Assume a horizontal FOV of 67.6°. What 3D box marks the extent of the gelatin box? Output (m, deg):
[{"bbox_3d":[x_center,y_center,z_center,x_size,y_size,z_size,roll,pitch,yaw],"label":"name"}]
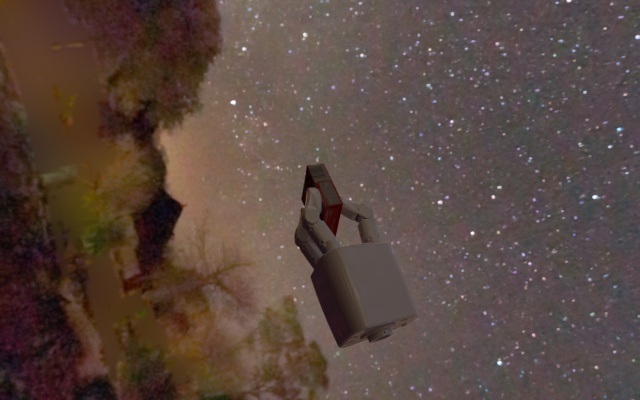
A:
[{"bbox_3d":[0.000,0.002,0.697,0.030,0.089,0.073,-8,-41,-18],"label":"gelatin box"}]
